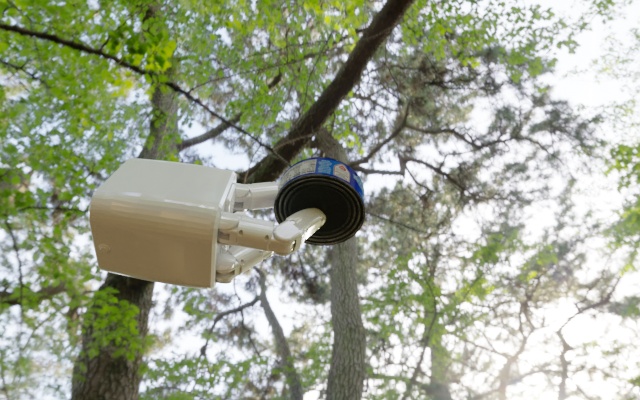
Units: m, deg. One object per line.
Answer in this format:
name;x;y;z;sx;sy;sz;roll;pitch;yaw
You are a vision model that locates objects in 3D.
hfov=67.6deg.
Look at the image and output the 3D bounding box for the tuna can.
tuna can;0.000;0.001;0.457;0.086;0.086;0.033;0;39;6
